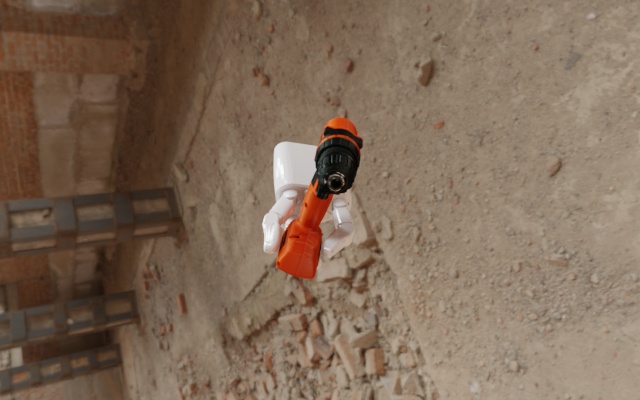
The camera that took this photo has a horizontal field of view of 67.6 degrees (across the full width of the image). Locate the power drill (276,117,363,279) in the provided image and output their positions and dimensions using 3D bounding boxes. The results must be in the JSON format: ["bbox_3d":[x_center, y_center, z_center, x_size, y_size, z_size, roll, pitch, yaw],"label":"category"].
[{"bbox_3d":[0.000,0.002,0.591,0.057,0.188,0.184,21,25,-4],"label":"power drill"}]
